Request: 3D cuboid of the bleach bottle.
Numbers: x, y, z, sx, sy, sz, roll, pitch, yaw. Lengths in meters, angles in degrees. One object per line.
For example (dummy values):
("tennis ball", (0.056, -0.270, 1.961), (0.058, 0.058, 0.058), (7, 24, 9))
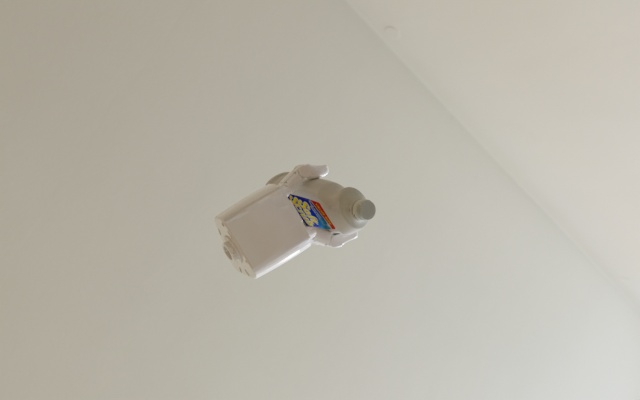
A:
("bleach bottle", (0.000, 0.003, 0.787), (0.068, 0.102, 0.251), (-31, 17, -26))
